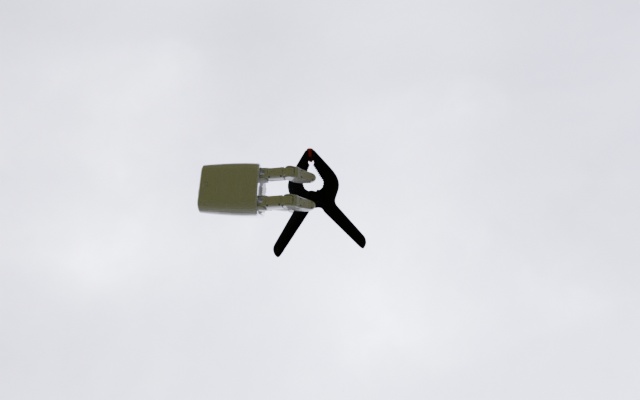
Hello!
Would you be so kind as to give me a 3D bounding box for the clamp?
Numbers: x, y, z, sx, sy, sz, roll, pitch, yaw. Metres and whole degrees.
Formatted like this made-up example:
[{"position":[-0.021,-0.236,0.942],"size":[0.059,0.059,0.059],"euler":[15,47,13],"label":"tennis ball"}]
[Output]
[{"position":[0.000,0.003,0.877],"size":[0.164,0.210,0.036],"euler":[1,-22,0],"label":"clamp"}]
